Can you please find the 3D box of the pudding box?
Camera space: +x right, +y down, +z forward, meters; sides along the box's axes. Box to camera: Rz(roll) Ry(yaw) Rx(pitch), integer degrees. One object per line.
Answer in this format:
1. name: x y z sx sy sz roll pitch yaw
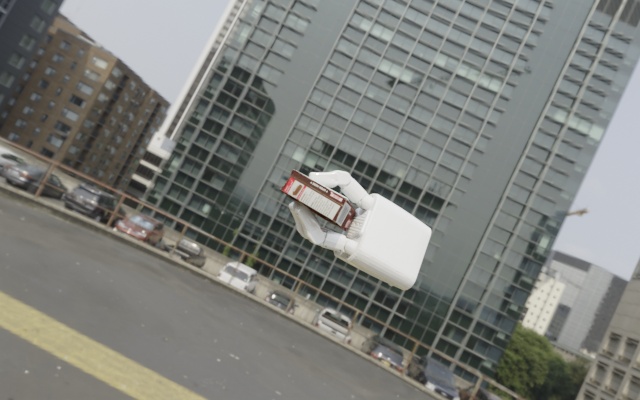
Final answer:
1. pudding box: 0.000 0.002 0.685 0.090 0.039 0.113 29 -5 14
